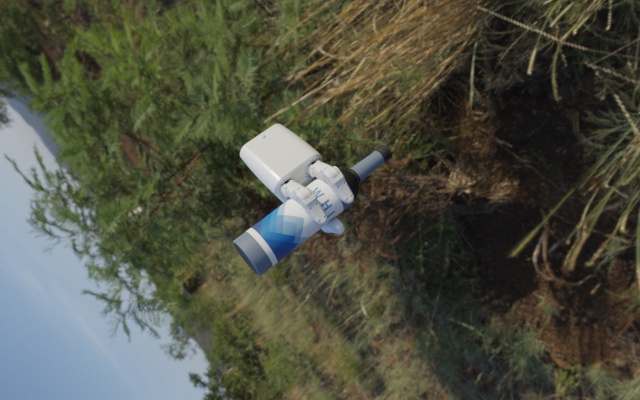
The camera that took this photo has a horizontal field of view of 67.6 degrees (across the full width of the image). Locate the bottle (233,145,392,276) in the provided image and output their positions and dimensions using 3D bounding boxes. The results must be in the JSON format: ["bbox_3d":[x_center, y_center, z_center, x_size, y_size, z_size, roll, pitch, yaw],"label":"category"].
[{"bbox_3d":[0.000,0.003,0.759,0.295,0.069,0.069,-37,13,-18],"label":"bottle"}]
